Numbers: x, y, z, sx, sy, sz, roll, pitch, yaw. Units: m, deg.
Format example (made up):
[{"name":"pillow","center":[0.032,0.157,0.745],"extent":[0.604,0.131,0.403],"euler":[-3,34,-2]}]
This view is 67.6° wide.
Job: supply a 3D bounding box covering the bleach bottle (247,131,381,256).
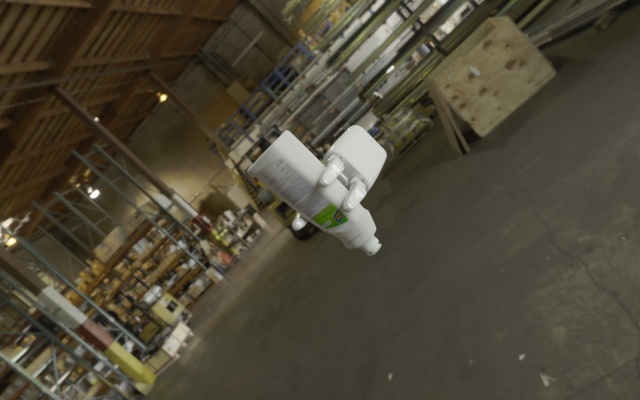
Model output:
[{"name":"bleach bottle","center":[0.000,0.003,0.808],"extent":[0.103,0.251,0.068],"euler":[-38,12,43]}]
